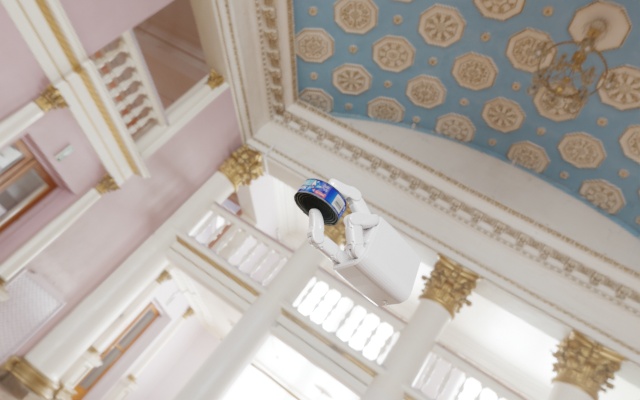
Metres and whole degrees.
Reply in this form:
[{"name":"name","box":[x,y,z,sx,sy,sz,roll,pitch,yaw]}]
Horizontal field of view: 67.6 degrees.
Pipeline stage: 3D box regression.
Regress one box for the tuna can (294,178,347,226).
[{"name":"tuna can","box":[0.000,0.002,0.798,0.086,0.033,0.086,27,-27,15]}]
